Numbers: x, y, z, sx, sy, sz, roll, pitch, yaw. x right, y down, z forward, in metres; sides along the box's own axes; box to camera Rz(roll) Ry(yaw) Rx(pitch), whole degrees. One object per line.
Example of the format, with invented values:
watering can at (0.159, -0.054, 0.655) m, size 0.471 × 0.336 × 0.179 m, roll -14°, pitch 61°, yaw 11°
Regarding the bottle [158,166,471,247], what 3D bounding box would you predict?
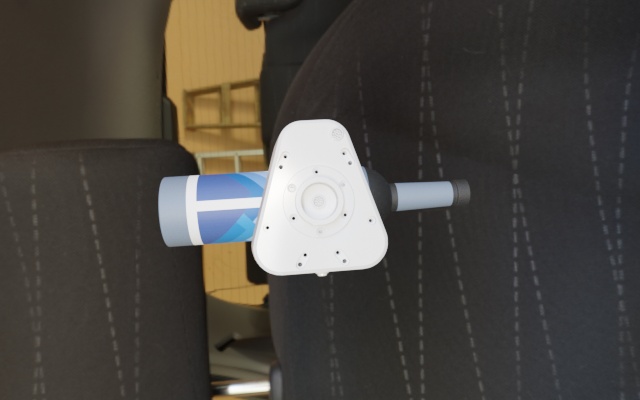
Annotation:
bottle at (0.000, 0.002, 0.468) m, size 0.296 × 0.069 × 0.069 m, roll -4°, pitch 0°, yaw -5°
